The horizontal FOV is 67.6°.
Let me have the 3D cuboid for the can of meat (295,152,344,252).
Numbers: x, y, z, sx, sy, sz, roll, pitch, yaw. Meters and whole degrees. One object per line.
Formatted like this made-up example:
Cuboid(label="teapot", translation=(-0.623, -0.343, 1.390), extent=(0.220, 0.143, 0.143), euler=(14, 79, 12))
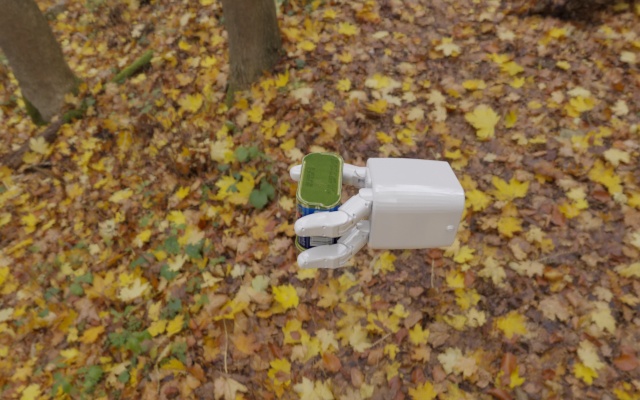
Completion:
Cuboid(label="can of meat", translation=(0.000, 0.002, 0.589), extent=(0.057, 0.084, 0.102), euler=(4, 45, 2))
